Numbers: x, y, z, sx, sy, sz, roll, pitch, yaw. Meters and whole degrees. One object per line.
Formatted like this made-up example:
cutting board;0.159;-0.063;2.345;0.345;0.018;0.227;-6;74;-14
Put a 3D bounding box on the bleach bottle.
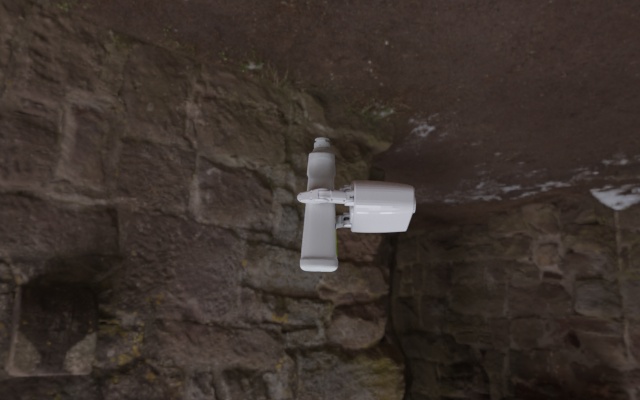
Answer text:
bleach bottle;0.000;0.003;0.889;0.068;0.250;0.102;2;-12;-1
